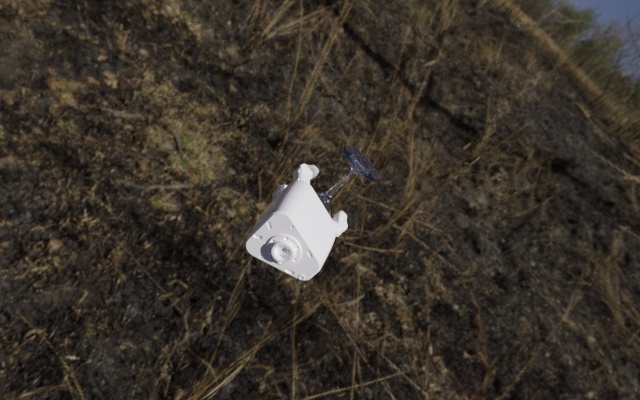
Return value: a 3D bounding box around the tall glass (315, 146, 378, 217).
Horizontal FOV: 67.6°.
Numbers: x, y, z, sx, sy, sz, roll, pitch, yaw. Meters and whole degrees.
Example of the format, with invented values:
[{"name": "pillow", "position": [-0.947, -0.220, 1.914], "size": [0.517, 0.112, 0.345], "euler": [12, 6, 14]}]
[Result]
[{"name": "tall glass", "position": [0.001, 0.002, 0.797], "size": [0.201, 0.079, 0.079], "euler": [-44, -23, 26]}]
